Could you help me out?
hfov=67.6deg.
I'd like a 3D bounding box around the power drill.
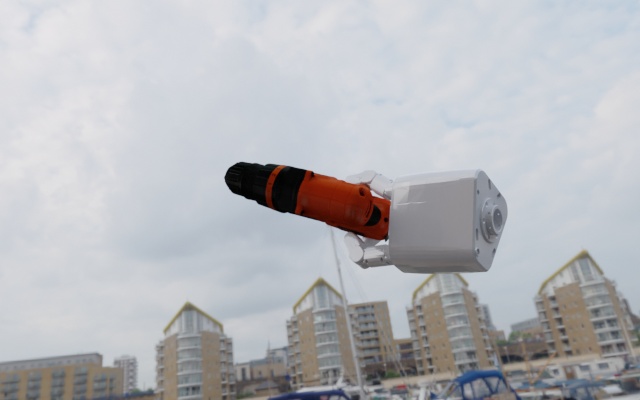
[{"bbox_3d":[0.001,0.002,0.581,0.184,0.057,0.188,16,-1,29],"label":"power drill"}]
